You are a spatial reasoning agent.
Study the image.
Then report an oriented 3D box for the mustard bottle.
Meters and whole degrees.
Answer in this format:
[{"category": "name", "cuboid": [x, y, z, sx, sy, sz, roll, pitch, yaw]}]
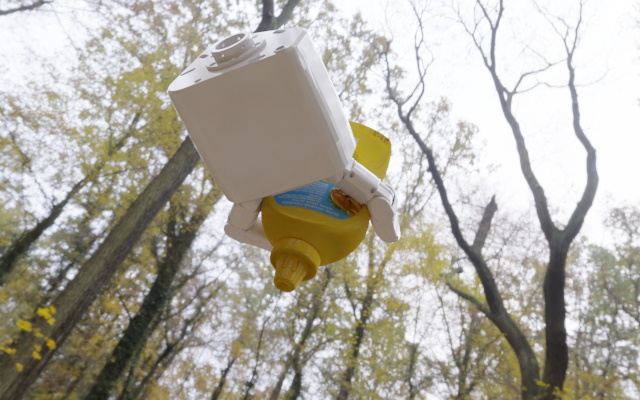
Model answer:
[{"category": "mustard bottle", "cuboid": [0.000, 0.001, 0.433, 0.096, 0.058, 0.191, 14, 46, 10]}]
